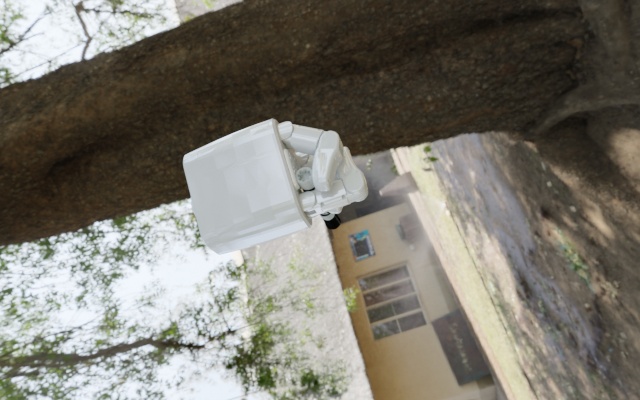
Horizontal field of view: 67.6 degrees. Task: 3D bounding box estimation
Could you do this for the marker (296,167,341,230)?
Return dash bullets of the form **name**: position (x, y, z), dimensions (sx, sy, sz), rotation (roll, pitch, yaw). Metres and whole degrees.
- **marker**: position (0.000, 0.002, 0.517), dimensions (0.020, 0.020, 0.121), rotation (0, -26, 17)
